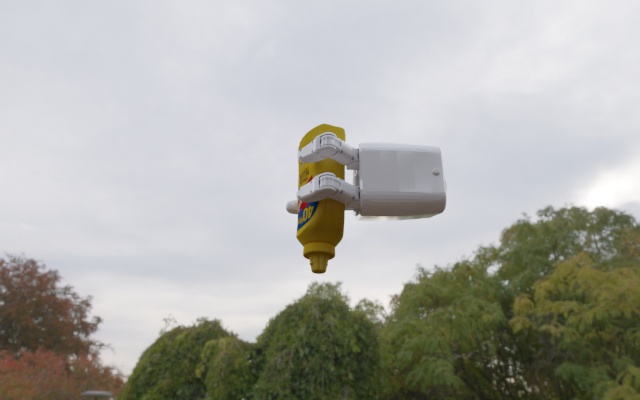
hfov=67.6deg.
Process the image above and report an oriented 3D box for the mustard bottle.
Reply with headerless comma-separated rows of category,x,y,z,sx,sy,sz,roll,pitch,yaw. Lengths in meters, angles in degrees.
mustard bottle,0.000,0.002,0.631,0.058,0.191,0.096,11,-26,-22
